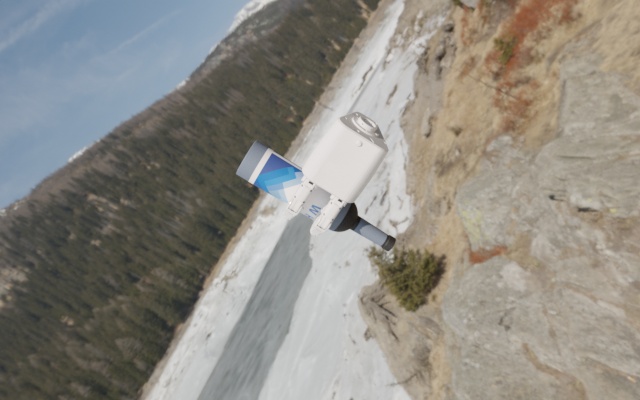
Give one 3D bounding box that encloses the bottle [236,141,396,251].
[{"bbox_3d":[0.000,0.003,0.821,0.296,0.069,0.069,31,-4,-7],"label":"bottle"}]
